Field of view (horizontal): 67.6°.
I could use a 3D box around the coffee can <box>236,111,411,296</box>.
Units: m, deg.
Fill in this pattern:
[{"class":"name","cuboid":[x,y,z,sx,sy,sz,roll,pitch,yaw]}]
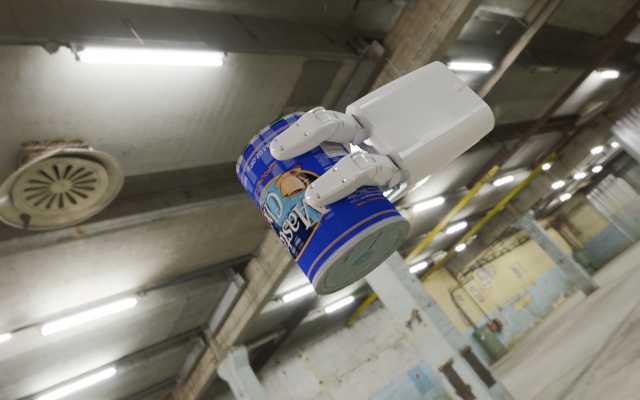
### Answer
[{"class":"coffee can","cuboid":[0.000,0.002,0.446,0.103,0.140,0.103,-30,-24,-15]}]
